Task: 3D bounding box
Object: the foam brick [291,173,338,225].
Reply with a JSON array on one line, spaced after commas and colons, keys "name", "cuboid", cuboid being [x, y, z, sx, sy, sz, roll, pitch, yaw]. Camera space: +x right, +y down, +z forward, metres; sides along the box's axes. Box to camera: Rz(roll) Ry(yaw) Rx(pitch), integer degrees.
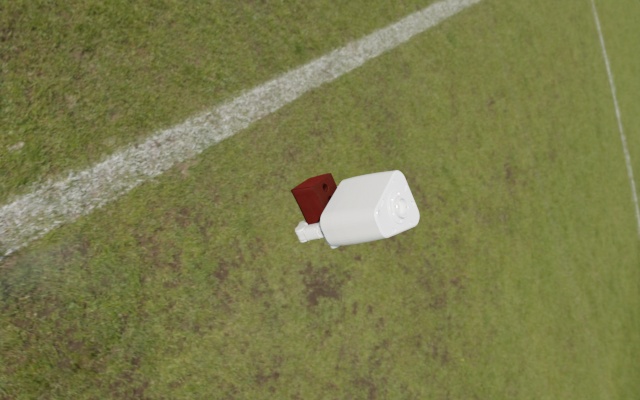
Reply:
[{"name": "foam brick", "cuboid": [0.000, 0.002, 0.771, 0.051, 0.078, 0.053, -11, 20, 44]}]
